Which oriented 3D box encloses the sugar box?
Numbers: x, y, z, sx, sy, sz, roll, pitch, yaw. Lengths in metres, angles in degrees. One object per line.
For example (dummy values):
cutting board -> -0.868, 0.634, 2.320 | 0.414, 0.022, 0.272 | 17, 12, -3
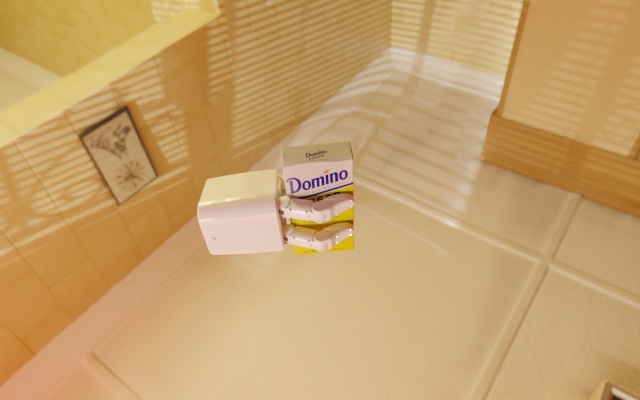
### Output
sugar box -> 0.000, 0.003, 0.670 | 0.093, 0.048, 0.176 | -6, -44, -1
